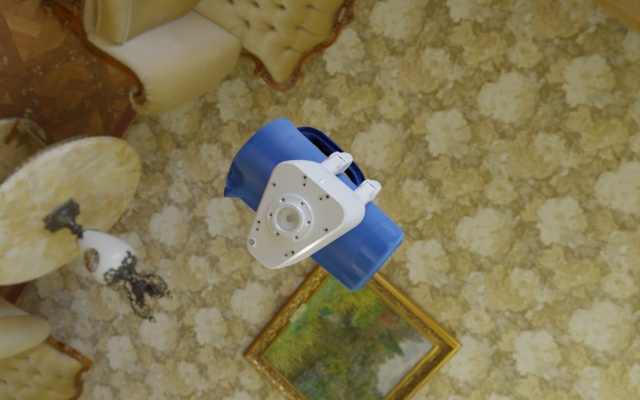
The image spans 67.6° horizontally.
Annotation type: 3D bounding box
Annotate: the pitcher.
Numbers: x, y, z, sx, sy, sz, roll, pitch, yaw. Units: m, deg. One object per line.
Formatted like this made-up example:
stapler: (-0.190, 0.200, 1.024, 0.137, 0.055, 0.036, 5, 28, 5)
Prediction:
pitcher: (0.000, 0.002, 0.672, 0.243, 0.149, 0.145, 41, 8, 9)
